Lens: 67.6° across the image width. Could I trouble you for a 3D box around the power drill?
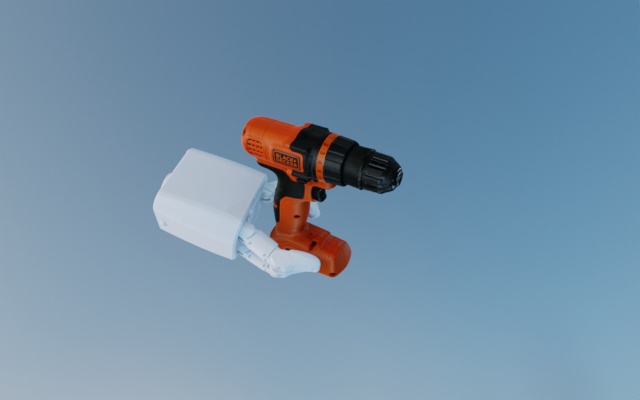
[{"bbox_3d":[0.000,0.002,0.551,0.184,0.188,0.057,21,44,23],"label":"power drill"}]
